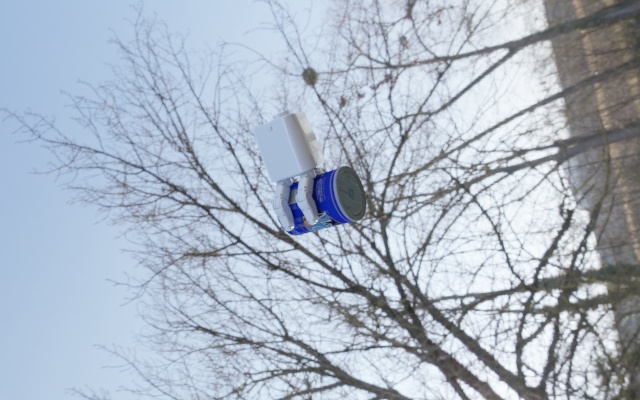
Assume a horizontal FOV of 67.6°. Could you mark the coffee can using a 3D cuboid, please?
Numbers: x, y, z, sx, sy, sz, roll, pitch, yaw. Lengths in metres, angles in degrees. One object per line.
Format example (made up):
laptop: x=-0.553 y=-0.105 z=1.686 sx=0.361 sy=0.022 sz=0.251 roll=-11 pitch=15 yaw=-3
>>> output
coffee can: x=0.000 y=0.003 z=0.893 sx=0.140 sy=0.103 sz=0.103 roll=-16 pitch=-9 yaw=32
